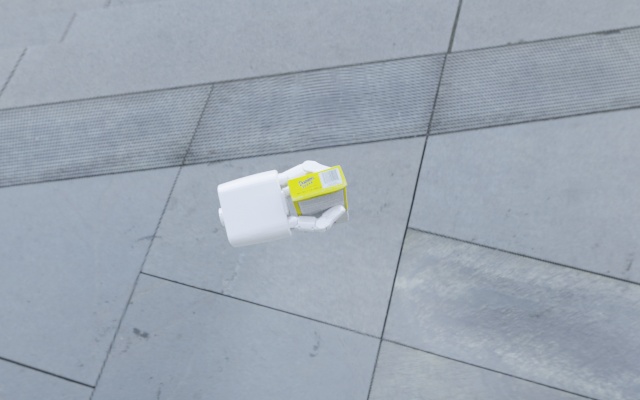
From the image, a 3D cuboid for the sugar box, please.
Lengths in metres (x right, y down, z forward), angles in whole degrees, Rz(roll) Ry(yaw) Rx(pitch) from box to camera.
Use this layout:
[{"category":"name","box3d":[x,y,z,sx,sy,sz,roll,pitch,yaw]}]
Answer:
[{"category":"sugar box","box3d":[0.000,0.002,0.850,0.093,0.048,0.176,-15,-19,-2]}]
